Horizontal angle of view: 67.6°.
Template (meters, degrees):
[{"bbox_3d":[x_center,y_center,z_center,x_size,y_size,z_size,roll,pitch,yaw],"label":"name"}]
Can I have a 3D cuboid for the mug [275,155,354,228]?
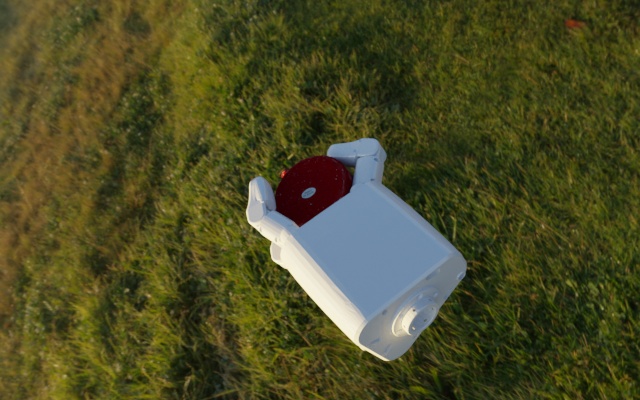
[{"bbox_3d":[-0.001,0.001,0.491,0.117,0.093,0.081,43,-1,40],"label":"mug"}]
